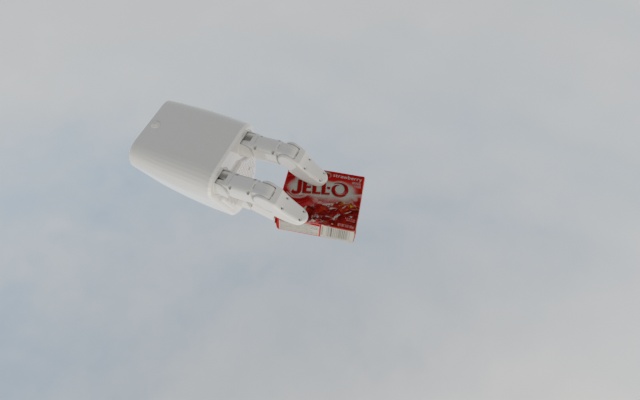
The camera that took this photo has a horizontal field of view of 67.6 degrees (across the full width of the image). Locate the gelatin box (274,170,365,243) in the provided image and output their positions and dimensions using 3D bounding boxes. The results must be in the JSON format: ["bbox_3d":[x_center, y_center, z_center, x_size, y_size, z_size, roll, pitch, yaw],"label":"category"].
[{"bbox_3d":[0.000,0.002,0.532,0.089,0.073,0.030,11,-33,3],"label":"gelatin box"}]
